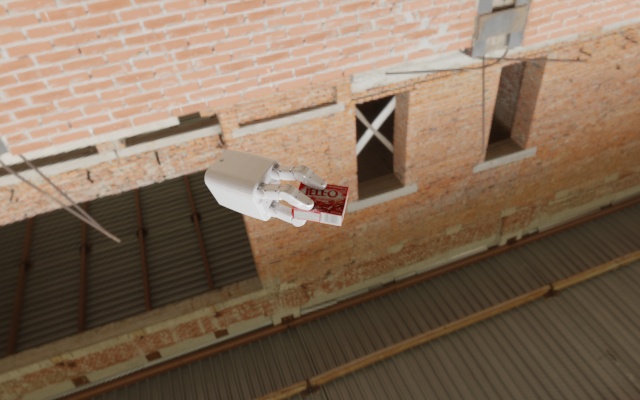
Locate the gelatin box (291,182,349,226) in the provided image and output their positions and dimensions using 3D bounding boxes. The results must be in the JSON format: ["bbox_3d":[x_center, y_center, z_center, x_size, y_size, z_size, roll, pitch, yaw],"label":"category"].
[{"bbox_3d":[0.000,0.003,0.835,0.089,0.030,0.073,10,45,6],"label":"gelatin box"}]
